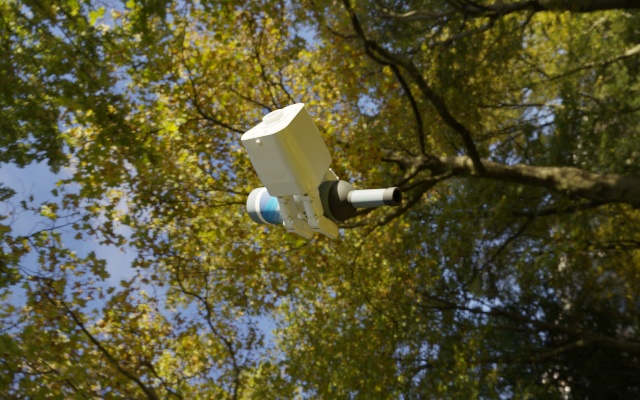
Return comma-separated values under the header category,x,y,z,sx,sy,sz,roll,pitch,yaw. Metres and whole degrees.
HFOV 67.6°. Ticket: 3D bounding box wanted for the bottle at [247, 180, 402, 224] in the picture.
category,x,y,z,sx,sy,sz,roll,pitch,yaw
bottle,0.000,0.003,0.780,0.296,0.069,0.069,-4,-3,41
